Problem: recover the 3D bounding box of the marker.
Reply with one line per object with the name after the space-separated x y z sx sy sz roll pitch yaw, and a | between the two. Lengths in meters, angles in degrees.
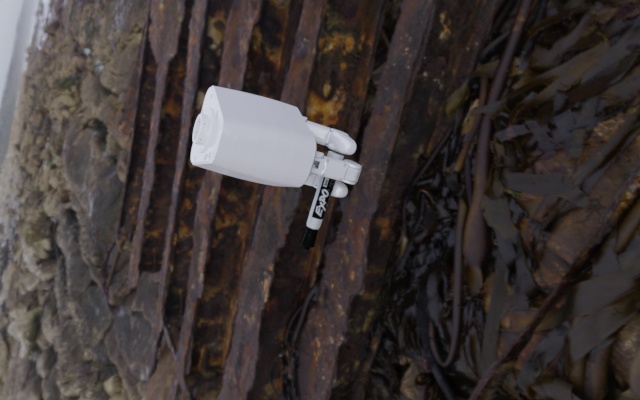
0.000 0.002 0.564 0.020 0.121 0.020 17 12 -4 | marker
